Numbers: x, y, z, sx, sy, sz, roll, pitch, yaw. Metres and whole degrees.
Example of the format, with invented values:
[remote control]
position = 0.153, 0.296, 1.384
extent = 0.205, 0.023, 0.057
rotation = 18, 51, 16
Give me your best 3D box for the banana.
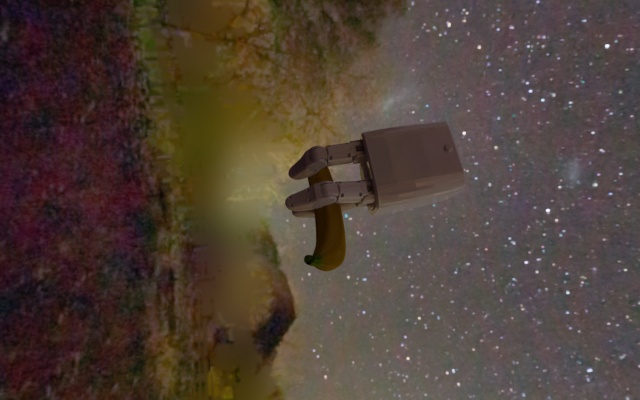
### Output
[banana]
position = 0.006, 0.017, 0.587
extent = 0.037, 0.070, 0.197
rotation = -15, 41, 10
